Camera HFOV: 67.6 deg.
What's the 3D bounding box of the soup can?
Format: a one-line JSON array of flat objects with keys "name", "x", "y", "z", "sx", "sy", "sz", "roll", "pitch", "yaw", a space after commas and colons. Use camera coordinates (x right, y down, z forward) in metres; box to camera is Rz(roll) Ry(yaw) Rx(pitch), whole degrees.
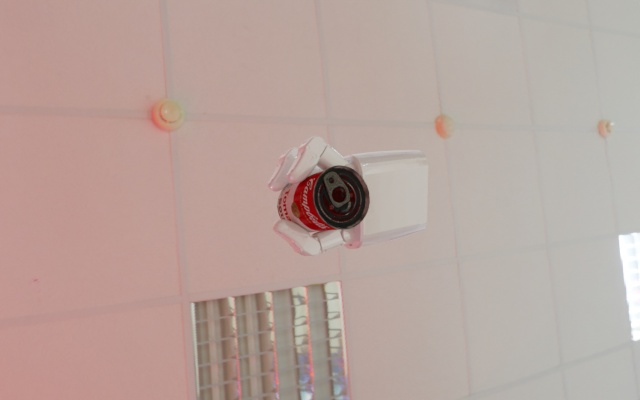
[{"name": "soup can", "x": 0.000, "y": 0.002, "z": 0.542, "sx": 0.068, "sy": 0.068, "sz": 0.102, "roll": 0, "pitch": -6, "yaw": -27}]
